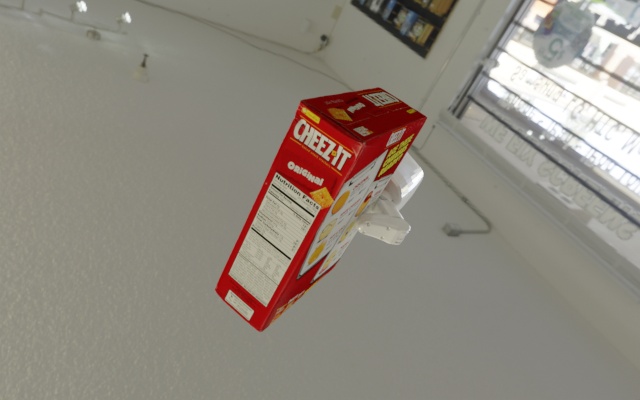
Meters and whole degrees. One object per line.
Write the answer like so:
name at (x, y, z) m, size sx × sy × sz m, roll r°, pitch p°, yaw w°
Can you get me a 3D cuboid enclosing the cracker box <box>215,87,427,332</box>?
cracker box at (0.000, 0.002, 0.466) m, size 0.072 × 0.214 × 0.164 m, roll 36°, pitch 29°, yaw 14°
